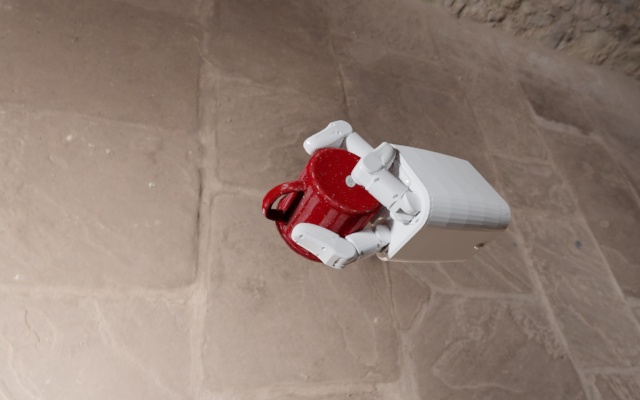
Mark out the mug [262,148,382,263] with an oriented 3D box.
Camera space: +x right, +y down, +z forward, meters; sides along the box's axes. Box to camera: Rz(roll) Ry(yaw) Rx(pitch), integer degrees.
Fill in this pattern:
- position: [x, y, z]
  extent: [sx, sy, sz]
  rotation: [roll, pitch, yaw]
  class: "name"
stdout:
- position: [-0.001, 0.001, 0.472]
  extent: [0.117, 0.093, 0.081]
  rotation: [5, -38, -26]
  class: "mug"
